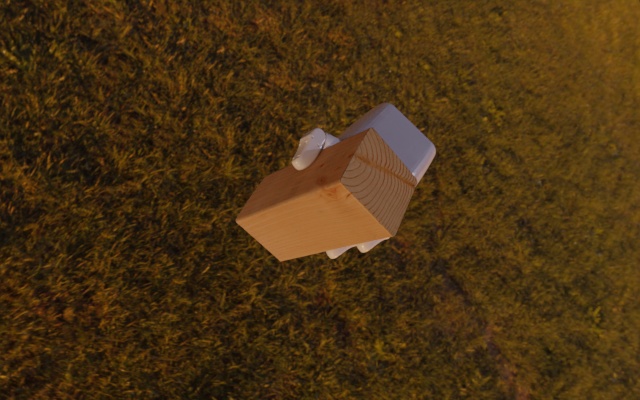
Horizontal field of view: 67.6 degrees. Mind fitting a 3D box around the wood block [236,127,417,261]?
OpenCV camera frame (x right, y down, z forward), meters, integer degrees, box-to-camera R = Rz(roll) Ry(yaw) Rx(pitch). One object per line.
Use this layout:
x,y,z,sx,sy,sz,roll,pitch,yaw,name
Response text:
0.000,0.001,0.583,0.091,0.090,0.206,45,-38,-21,wood block
